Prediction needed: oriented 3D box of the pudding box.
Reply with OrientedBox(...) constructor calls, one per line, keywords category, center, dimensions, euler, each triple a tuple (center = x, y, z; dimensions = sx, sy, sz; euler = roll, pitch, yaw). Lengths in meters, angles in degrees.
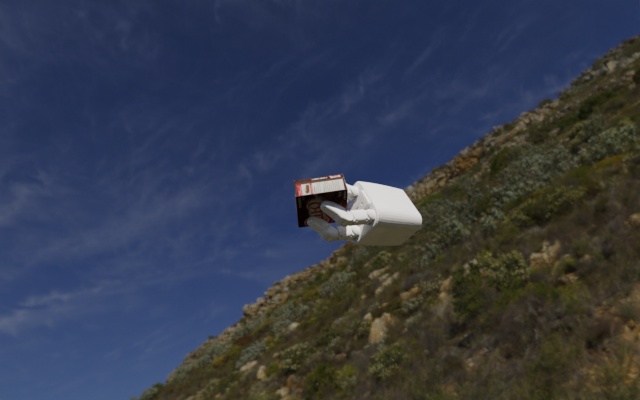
OrientedBox(category="pudding box", center=(0.000, 0.003, 0.849), dimensions=(0.090, 0.039, 0.114), euler=(-9, -33, -5))
